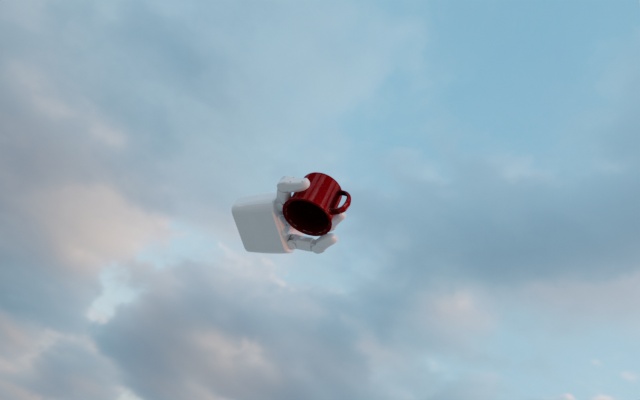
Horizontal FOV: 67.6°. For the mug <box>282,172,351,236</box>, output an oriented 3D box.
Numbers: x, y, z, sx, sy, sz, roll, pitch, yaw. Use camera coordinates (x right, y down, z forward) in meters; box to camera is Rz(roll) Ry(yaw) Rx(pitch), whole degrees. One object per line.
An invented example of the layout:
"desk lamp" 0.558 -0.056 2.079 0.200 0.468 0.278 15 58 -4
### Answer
"mug" 0.001 0.002 0.849 0.117 0.093 0.081 -4 40 31
